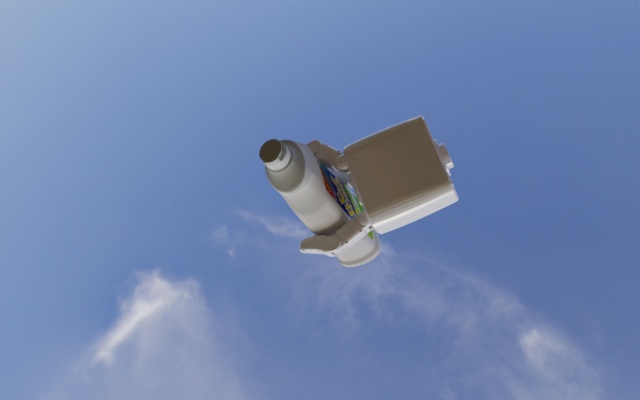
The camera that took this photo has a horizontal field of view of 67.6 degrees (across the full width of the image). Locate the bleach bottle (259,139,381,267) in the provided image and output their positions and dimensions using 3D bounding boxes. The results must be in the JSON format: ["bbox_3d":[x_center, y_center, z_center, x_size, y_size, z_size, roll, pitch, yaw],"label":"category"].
[{"bbox_3d":[0.000,0.002,0.608,0.068,0.102,0.251,-24,-31,15],"label":"bleach bottle"}]
